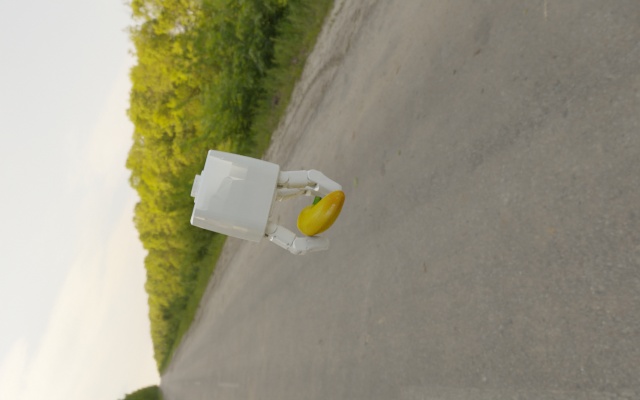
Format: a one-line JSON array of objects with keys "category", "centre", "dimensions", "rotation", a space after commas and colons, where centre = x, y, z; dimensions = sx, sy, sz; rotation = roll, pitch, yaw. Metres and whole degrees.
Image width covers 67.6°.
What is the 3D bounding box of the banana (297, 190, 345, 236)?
[{"category": "banana", "centre": [-0.006, 0.020, 0.708], "dimensions": [0.037, 0.069, 0.198], "rotation": [18, -4, -10]}]
